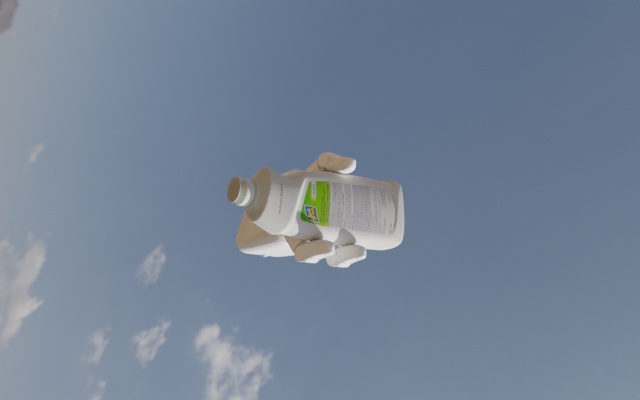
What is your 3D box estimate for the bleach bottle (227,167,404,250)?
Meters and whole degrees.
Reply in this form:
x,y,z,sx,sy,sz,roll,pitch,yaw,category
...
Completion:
x,y,z,sx,sy,sz,roll,pitch,yaw,category
0.000,0.002,0.604,0.251,0.102,0.068,13,-22,-38,bleach bottle
